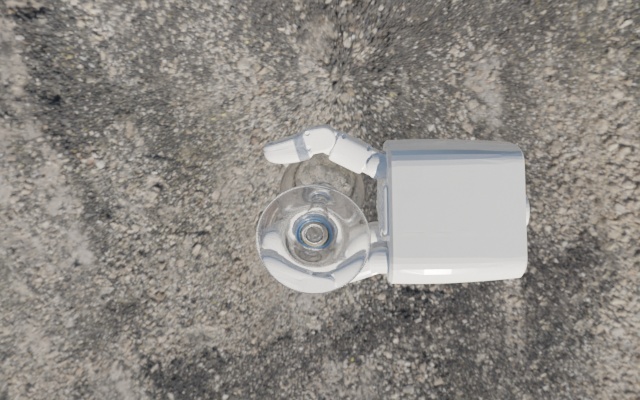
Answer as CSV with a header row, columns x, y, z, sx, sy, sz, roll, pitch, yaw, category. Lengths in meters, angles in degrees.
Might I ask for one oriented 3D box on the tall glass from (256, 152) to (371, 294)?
x,y,z,sx,sy,sz,roll,pitch,yaw,category
0.000,0.001,0.401,0.079,0.079,0.201,0,15,2,tall glass
